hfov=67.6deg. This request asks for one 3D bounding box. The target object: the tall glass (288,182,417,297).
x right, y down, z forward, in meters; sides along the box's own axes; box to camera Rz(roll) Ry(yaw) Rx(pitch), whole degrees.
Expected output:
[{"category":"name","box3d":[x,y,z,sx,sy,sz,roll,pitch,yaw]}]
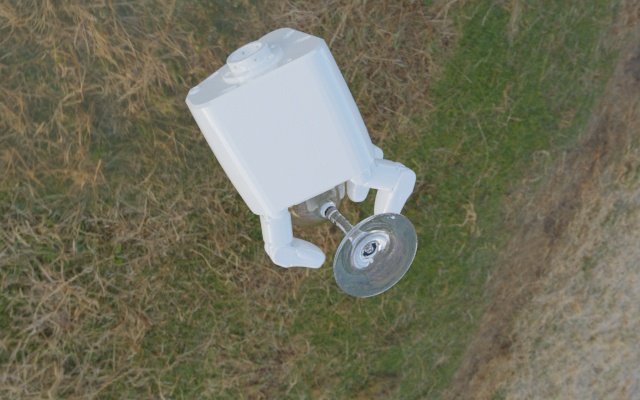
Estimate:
[{"category":"tall glass","box3d":[0.000,0.002,0.444,0.079,0.079,0.201,0,24,-29]}]
